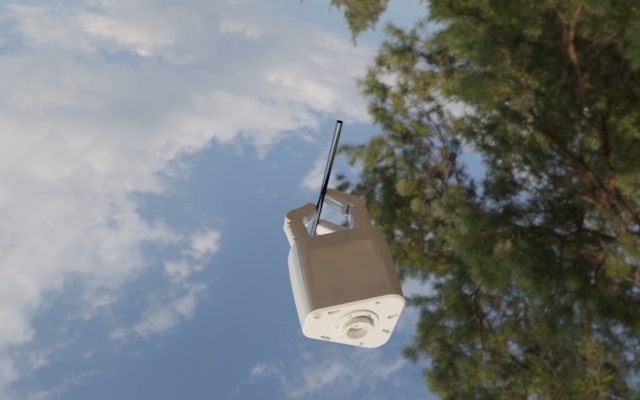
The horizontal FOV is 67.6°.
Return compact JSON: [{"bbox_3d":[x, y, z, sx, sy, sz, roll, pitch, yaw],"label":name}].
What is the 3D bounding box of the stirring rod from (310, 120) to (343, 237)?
[{"bbox_3d":[0.000,0.002,0.627,0.011,0.240,0.011,9,37,-7],"label":"stirring rod"}]
